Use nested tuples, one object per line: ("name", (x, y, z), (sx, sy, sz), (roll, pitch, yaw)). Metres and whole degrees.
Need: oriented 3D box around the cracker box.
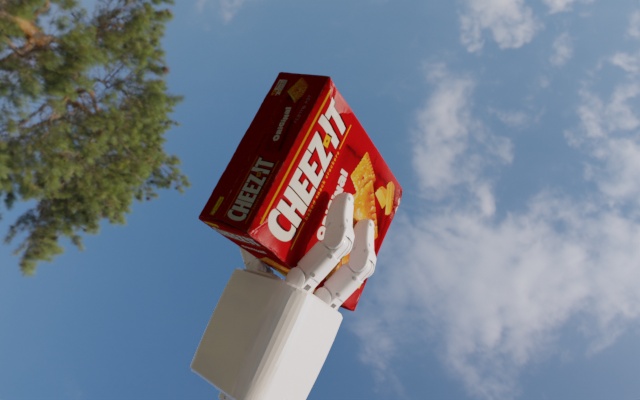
("cracker box", (0.000, 0.002, 0.496), (0.072, 0.164, 0.214), (13, -21, 35))
